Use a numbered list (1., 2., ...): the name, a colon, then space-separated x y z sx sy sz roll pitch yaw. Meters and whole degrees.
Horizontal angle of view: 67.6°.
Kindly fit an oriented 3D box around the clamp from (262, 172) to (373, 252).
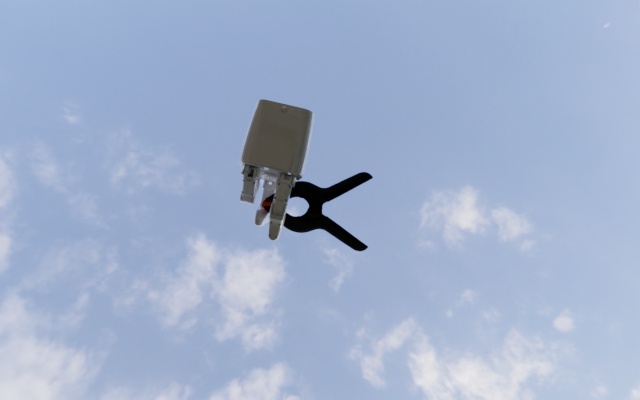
1. clamp: 0.000 0.003 0.730 0.171 0.120 0.039 13 -11 0
